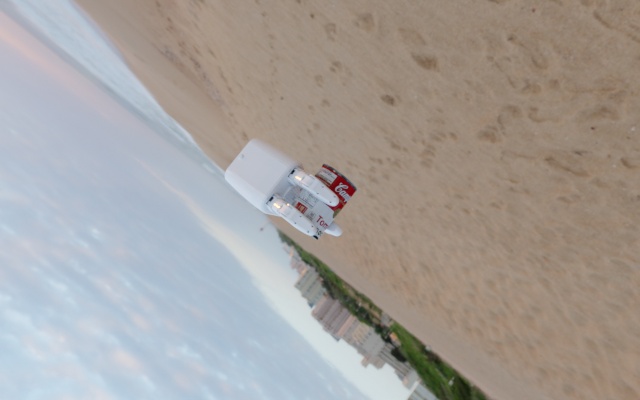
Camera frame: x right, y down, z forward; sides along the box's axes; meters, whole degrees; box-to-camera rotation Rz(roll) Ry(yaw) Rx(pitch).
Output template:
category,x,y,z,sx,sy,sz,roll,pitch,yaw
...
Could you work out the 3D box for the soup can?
category,x,y,z,sx,sy,sz,roll,pitch,yaw
soup can,0.000,0.003,0.750,0.068,0.102,0.068,38,-6,5
